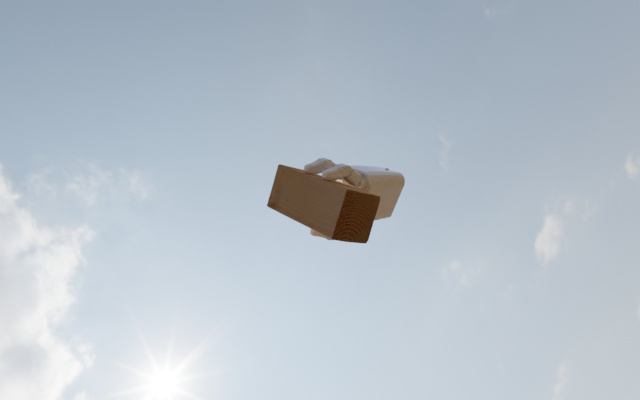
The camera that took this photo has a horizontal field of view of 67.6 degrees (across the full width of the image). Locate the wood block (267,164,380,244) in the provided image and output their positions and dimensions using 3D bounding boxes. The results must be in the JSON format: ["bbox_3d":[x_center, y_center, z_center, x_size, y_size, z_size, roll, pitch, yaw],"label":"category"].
[{"bbox_3d":[0.000,0.003,0.895,0.090,0.091,0.206,10,8,-41],"label":"wood block"}]
